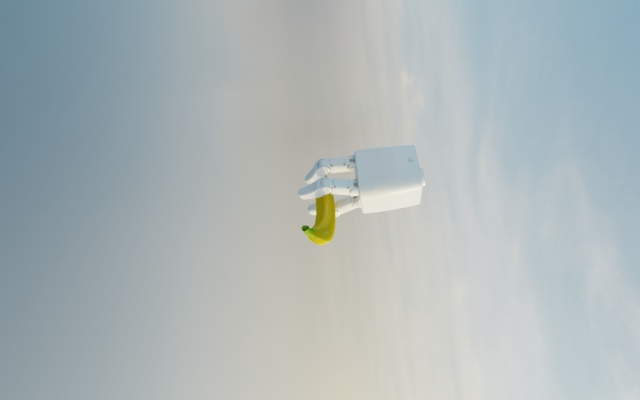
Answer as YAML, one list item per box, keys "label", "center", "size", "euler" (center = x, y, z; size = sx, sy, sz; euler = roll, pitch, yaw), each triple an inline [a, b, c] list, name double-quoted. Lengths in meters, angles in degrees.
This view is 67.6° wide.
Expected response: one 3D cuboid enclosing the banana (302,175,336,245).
- label: "banana"
  center: [0.004, 0.020, 0.825]
  size: [0.037, 0.070, 0.197]
  euler: [-10, 28, 12]
